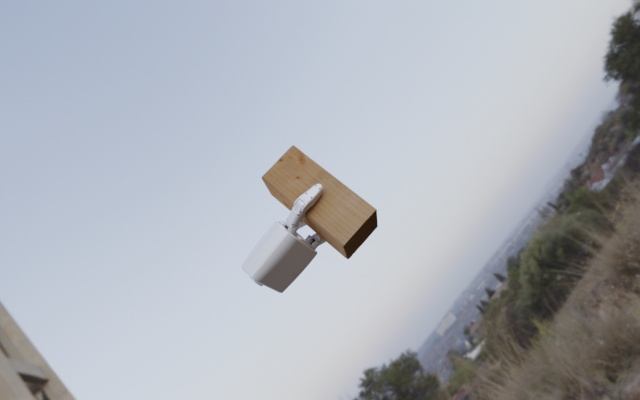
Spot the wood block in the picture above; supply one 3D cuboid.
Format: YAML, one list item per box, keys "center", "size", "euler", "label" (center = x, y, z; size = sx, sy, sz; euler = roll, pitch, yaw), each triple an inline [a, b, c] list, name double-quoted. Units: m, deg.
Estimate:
- center: [0.000, 0.003, 0.893]
  size: [0.206, 0.090, 0.091]
  euler: [39, -12, 20]
  label: "wood block"
